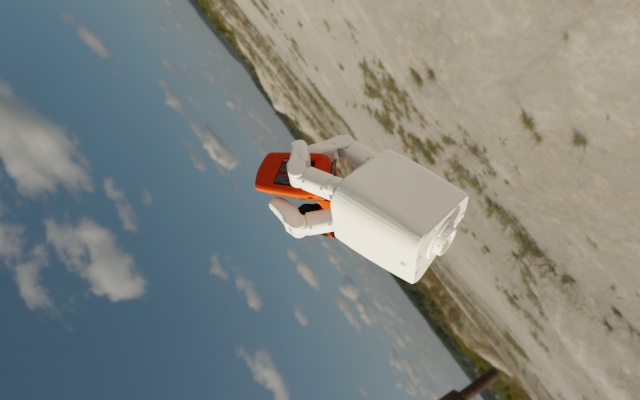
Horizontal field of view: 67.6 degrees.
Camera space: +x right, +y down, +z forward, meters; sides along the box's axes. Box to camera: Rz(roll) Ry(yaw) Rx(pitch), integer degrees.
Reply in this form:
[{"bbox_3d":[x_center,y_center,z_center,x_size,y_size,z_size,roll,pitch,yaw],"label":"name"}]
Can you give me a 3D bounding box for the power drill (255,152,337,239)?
[{"bbox_3d":[0.000,0.002,0.638,0.184,0.057,0.188,5,-20,37],"label":"power drill"}]
